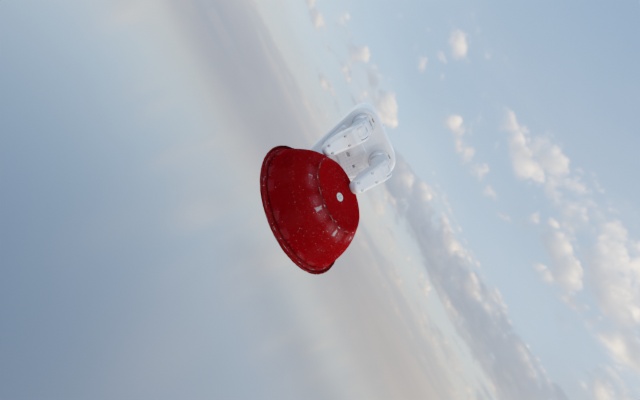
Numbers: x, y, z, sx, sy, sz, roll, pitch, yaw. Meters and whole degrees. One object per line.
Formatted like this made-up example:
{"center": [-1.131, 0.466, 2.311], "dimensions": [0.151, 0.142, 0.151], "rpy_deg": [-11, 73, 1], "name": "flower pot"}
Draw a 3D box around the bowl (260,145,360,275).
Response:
{"center": [0.000, 0.002, 0.559], "dimensions": [0.055, 0.162, 0.162], "rpy_deg": [-20, -10, 27], "name": "bowl"}
